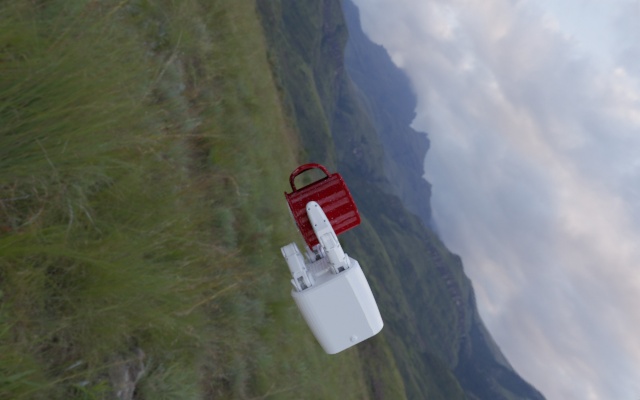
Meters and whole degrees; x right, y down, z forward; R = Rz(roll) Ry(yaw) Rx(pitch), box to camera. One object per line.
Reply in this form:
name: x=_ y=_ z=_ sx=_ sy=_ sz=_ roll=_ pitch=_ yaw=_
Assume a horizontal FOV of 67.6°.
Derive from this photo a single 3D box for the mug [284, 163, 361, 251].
mug: x=0.000 y=0.001 z=0.667 sx=0.081 sy=0.117 sz=0.093 roll=-25 pitch=16 yaw=-1
